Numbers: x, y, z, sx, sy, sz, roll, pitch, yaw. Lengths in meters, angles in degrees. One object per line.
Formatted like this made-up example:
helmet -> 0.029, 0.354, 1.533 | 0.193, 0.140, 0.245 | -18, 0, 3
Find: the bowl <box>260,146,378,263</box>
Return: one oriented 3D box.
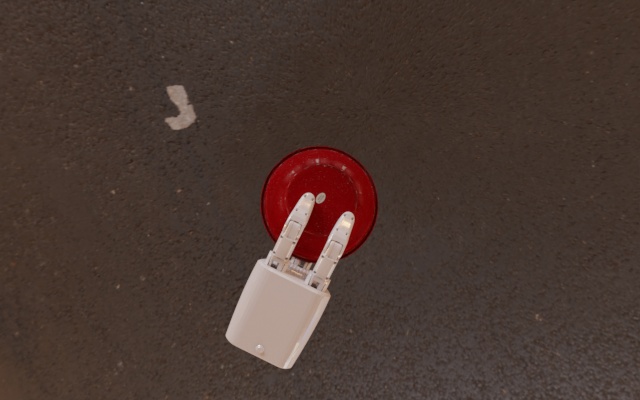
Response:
bowl -> 0.000, 0.001, 0.627 | 0.162, 0.162, 0.055 | 0, -6, -3
